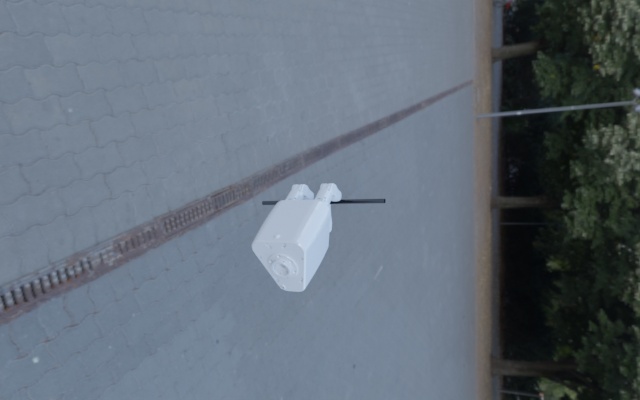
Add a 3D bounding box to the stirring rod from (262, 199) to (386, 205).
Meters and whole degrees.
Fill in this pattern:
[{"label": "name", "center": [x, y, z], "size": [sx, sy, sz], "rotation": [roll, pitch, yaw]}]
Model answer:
[{"label": "stirring rod", "center": [0.000, 0.003, 0.865], "size": [0.239, 0.011, 0.011], "rotation": [-1, -1, 24]}]
